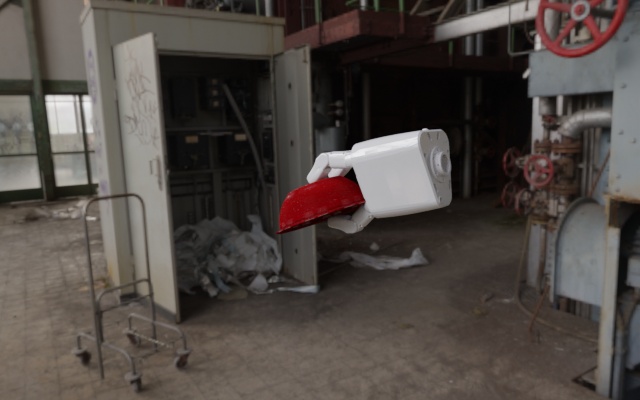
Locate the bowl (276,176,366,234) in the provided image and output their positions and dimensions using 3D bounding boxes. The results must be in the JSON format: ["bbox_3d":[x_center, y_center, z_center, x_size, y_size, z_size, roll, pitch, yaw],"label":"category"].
[{"bbox_3d":[-0.001,0.002,0.746,0.162,0.055,0.162,-19,-5,-2],"label":"bowl"}]
